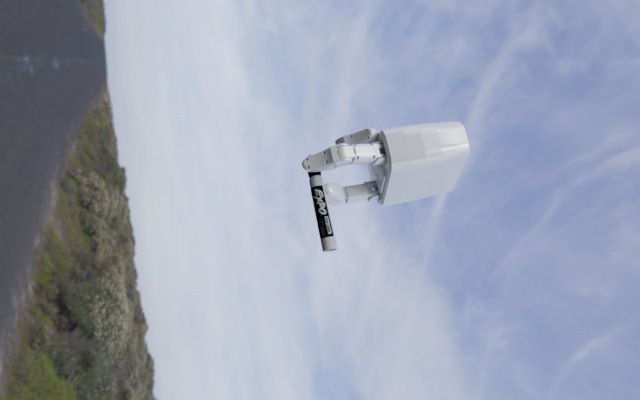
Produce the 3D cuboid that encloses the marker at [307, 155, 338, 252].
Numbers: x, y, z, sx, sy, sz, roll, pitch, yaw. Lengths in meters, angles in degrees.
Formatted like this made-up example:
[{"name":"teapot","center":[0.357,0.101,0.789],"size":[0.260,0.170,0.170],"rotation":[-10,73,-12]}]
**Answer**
[{"name":"marker","center":[0.000,0.002,0.580],"size":[0.020,0.121,0.020],"rotation":[-11,-14,-3]}]
